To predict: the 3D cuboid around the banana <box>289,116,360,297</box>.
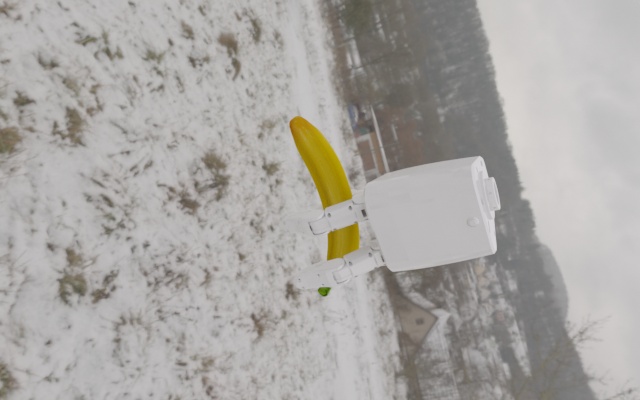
[{"bbox_3d":[0.011,0.002,0.533,0.037,0.198,0.069,-8,5,33],"label":"banana"}]
